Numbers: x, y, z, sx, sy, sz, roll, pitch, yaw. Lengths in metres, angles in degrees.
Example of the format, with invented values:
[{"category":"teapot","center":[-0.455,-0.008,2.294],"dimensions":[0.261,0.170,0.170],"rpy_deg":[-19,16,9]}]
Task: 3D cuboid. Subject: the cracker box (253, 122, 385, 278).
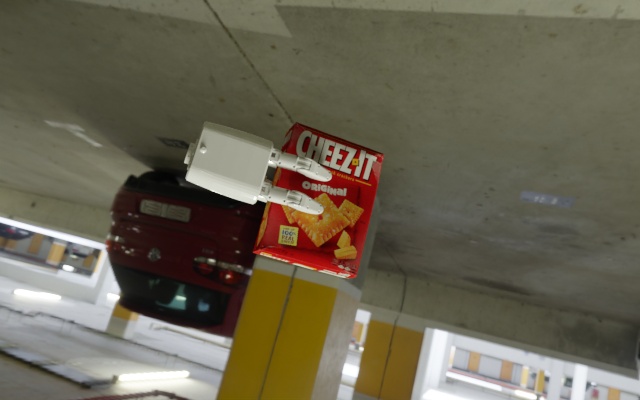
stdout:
[{"category":"cracker box","center":[0.000,0.003,0.774],"dimensions":[0.164,0.213,0.072],"rpy_deg":[18,-13,-14]}]
